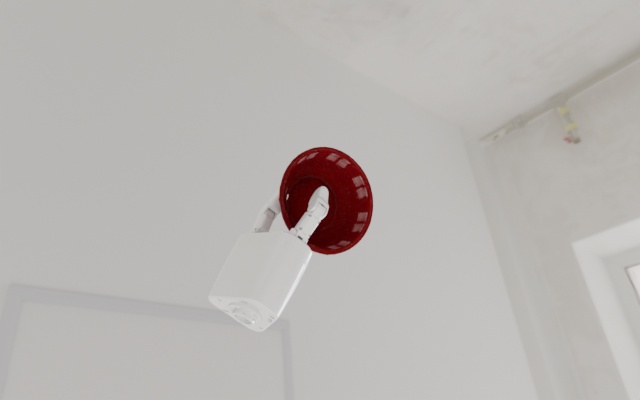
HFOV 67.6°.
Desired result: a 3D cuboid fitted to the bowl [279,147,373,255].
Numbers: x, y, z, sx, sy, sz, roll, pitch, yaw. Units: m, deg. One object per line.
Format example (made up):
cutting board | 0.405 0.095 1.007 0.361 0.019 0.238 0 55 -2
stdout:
bowl | 0.001 0.002 0.729 0.162 0.162 0.055 0 -7 -30
